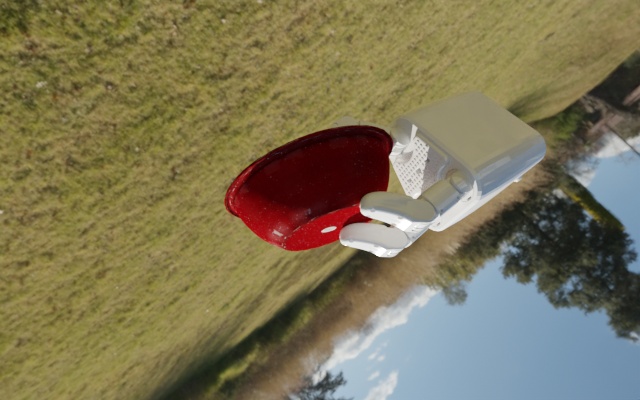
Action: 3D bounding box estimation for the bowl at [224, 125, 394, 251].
[{"bbox_3d":[-0.001,0.002,0.425,0.162,0.055,0.162,-19,-20,-7],"label":"bowl"}]
